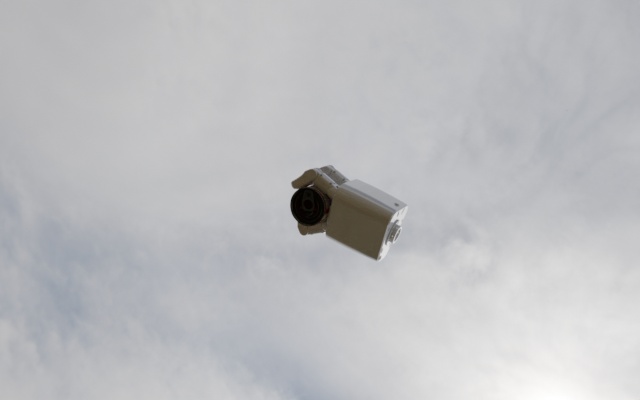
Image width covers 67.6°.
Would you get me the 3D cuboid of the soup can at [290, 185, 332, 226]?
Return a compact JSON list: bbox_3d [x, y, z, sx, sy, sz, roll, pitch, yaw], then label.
[{"bbox_3d":[0.000,0.003,0.857,0.068,0.068,0.102,0,9,27],"label":"soup can"}]
